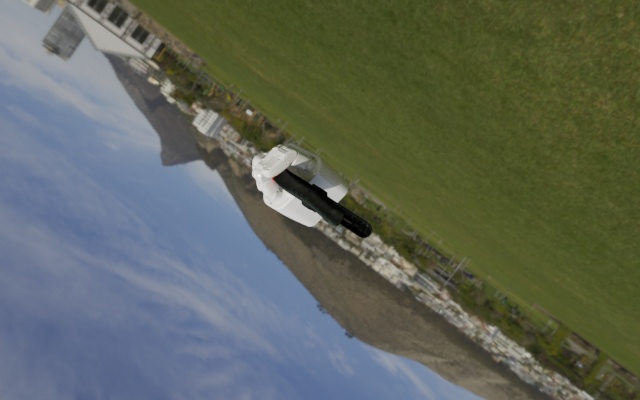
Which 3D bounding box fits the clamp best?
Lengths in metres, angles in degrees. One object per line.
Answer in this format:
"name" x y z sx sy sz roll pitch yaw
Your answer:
"clamp" 0.000 0.003 0.707 0.171 0.039 0.120 39 1 38
